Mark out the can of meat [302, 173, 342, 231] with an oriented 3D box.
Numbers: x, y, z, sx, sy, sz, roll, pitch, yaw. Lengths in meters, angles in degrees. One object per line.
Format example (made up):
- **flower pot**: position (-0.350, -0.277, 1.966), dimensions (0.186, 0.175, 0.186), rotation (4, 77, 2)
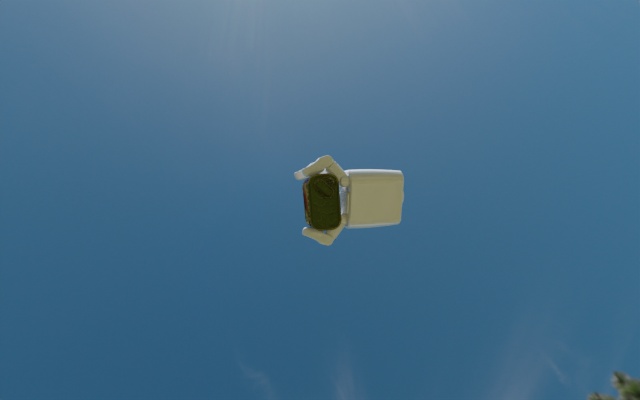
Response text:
- **can of meat**: position (0.000, 0.003, 0.889), dimensions (0.057, 0.102, 0.084), rotation (-5, 1, -10)
